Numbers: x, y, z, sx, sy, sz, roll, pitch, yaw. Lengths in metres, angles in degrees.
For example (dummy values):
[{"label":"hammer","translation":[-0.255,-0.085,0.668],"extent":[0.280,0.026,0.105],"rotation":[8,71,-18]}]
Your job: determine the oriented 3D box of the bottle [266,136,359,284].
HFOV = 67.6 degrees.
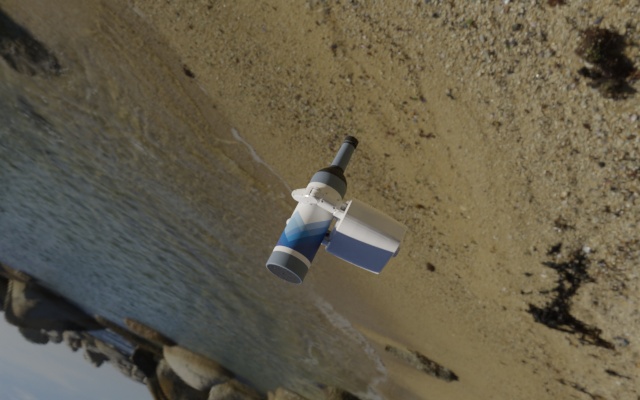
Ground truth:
[{"label":"bottle","translation":[0.000,0.003,0.845],"extent":[0.069,0.295,0.069],"rotation":[21,-27,11]}]
